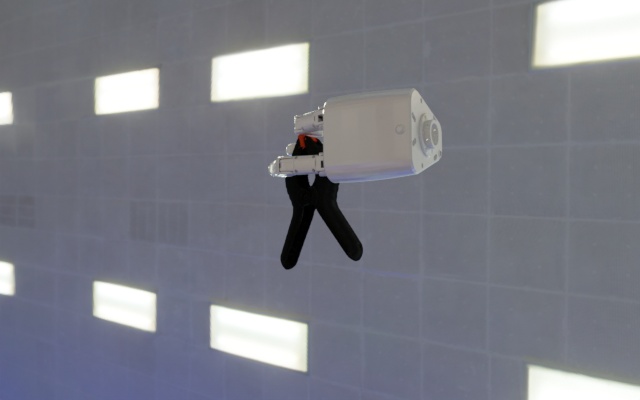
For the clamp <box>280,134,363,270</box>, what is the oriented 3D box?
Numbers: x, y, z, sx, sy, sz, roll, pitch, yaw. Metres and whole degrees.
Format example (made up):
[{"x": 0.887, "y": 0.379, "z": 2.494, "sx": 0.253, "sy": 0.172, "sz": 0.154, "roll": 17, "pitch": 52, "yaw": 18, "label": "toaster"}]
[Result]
[{"x": 0.000, "y": 0.002, "z": 0.588, "sx": 0.120, "sy": 0.171, "sz": 0.039, "roll": -2, "pitch": -2, "yaw": 32, "label": "clamp"}]
